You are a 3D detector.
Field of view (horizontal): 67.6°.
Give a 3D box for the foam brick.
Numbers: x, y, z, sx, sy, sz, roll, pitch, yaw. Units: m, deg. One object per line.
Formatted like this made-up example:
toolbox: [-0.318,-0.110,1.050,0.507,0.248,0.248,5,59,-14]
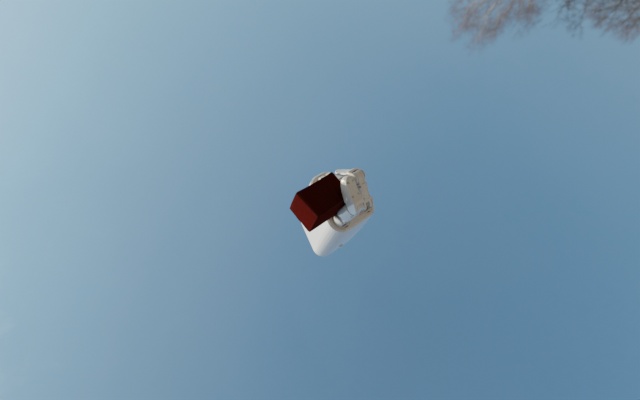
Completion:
foam brick: [0.000,0.002,0.748,0.078,0.053,0.051,-31,-16,-33]
